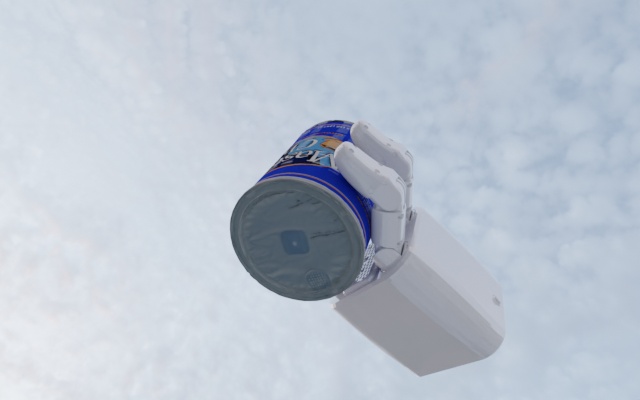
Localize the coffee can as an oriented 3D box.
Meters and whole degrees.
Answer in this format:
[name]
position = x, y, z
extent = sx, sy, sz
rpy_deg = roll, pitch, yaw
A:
[coffee can]
position = 0.000, 0.001, 0.403
extent = 0.103, 0.103, 0.140
rpy_deg = 0, 26, 18
